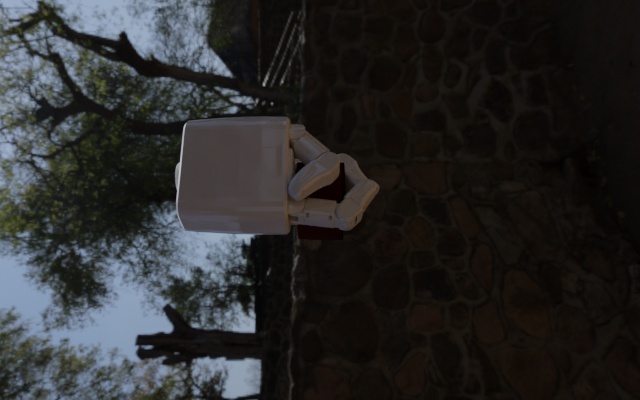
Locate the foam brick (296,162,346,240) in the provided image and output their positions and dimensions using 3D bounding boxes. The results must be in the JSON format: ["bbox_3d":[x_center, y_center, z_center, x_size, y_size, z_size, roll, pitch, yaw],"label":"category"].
[{"bbox_3d":[0.000,0.002,0.516,0.051,0.053,0.078,-1,-35,0],"label":"foam brick"}]
